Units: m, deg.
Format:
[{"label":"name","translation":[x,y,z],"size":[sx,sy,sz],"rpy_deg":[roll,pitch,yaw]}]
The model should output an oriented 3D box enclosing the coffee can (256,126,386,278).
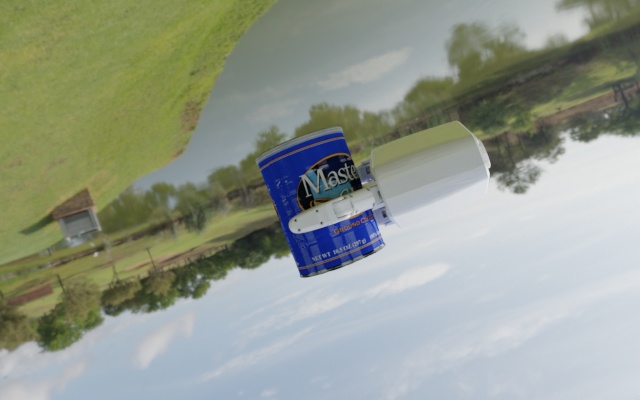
[{"label":"coffee can","translation":[0.000,0.002,0.532],"size":[0.103,0.140,0.103],"rpy_deg":[-21,0,0]}]
